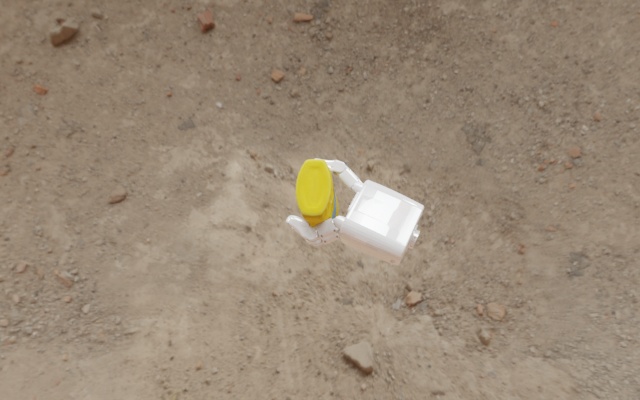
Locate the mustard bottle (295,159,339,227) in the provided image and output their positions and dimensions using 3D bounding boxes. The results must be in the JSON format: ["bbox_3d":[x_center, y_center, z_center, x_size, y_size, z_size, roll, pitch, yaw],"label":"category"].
[{"bbox_3d":[0.000,0.003,0.827,0.058,0.096,0.192,-1,-15,7],"label":"mustard bottle"}]
